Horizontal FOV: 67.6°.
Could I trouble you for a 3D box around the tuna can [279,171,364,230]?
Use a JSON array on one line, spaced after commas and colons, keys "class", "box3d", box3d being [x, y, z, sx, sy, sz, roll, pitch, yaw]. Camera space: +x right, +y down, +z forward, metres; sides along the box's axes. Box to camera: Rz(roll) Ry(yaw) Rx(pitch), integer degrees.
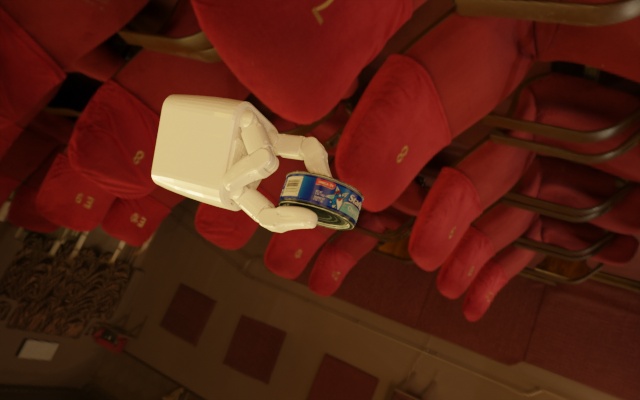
[{"class": "tuna can", "box3d": [0.000, 0.002, 0.502, 0.086, 0.033, 0.086, 16, -14, 4]}]
